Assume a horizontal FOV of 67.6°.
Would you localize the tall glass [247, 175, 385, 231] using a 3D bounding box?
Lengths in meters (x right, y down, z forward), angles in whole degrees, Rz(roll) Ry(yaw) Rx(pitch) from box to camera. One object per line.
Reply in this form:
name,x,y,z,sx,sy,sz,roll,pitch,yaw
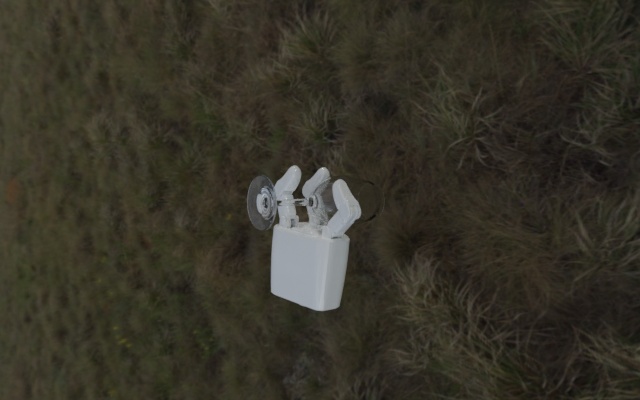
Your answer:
tall glass,0.000,0.002,0.691,0.201,0.079,0.079,-1,1,-37
